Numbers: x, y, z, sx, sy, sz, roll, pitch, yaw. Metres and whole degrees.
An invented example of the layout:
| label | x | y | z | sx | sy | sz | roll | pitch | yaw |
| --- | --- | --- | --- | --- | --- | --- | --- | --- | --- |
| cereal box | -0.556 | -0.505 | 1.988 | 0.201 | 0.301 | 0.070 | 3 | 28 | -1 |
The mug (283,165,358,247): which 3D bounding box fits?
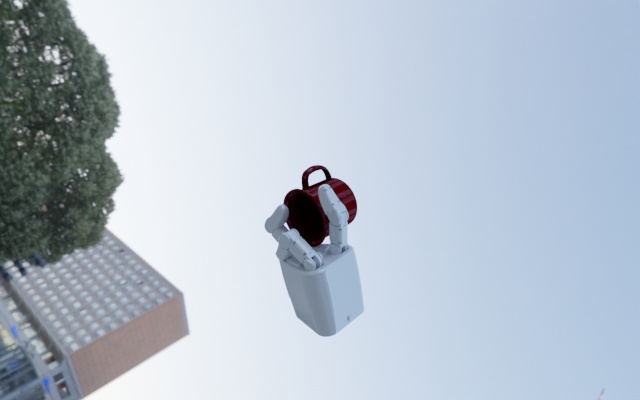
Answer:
| label | x | y | z | sx | sy | sz | roll | pitch | yaw |
| --- | --- | --- | --- | --- | --- | --- | --- | --- | --- |
| mug | 0.000 | 0.001 | 0.734 | 0.081 | 0.117 | 0.093 | -25 | 21 | -40 |
